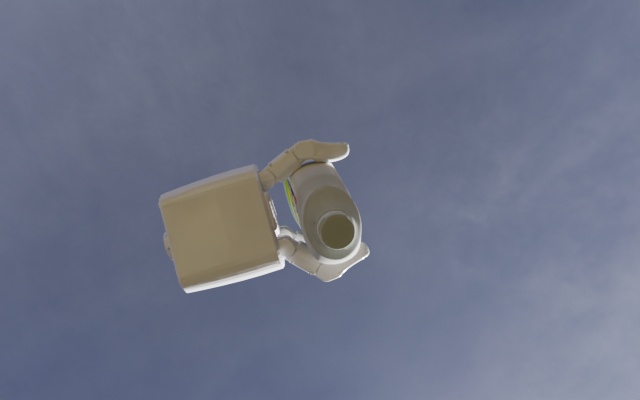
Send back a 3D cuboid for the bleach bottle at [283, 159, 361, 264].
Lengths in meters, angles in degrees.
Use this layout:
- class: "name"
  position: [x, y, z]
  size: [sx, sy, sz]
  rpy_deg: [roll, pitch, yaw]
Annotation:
- class: "bleach bottle"
  position: [0.000, 0.002, 0.503]
  size: [0.068, 0.102, 0.251]
  rpy_deg: [-15, 8, -3]
